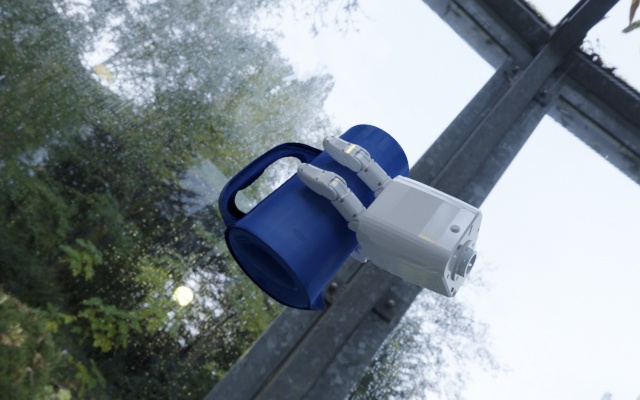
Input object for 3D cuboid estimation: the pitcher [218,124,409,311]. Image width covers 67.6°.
[{"bbox_3d":[0.000,0.002,0.602,0.145,0.149,0.242,25,56,31],"label":"pitcher"}]
